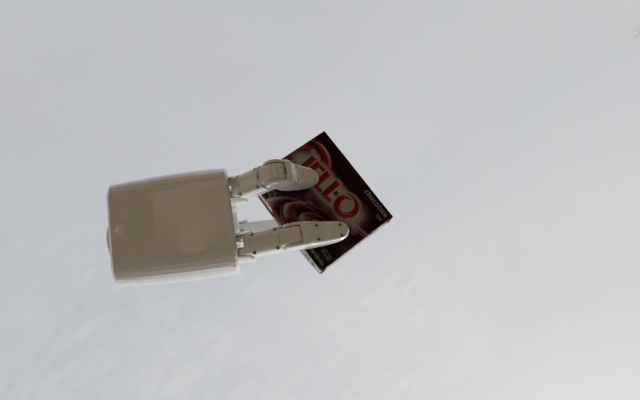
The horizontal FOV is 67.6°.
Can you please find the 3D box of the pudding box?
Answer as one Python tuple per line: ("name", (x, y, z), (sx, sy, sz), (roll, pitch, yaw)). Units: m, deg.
("pudding box", (0.000, 0.002, 0.469), (0.090, 0.113, 0.039), (-36, -7, -15))
